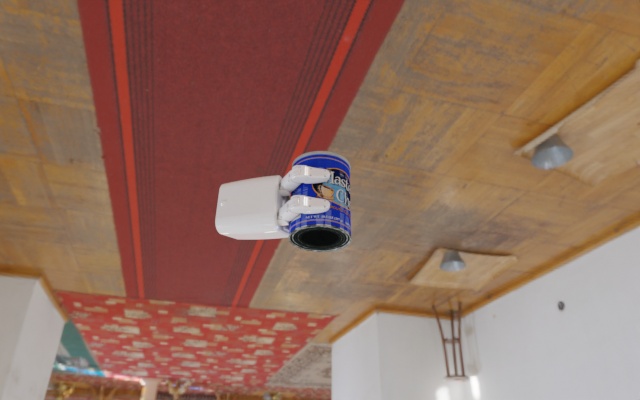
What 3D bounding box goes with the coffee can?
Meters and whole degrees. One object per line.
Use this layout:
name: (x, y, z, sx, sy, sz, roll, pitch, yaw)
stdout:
coffee can: (0.000, 0.003, 0.803, 0.103, 0.140, 0.103, 1, -29, 0)
